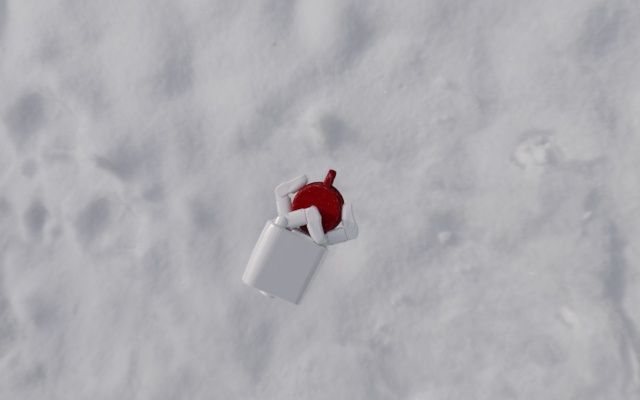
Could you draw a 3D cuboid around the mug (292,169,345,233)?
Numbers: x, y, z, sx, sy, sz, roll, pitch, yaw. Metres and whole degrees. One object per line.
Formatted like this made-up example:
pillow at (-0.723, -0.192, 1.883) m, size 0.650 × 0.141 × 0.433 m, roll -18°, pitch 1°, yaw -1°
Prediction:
mug at (0.001, 0.001, 0.805) m, size 0.093 × 0.117 × 0.081 m, roll 25°, pitch 2°, yaw 2°
